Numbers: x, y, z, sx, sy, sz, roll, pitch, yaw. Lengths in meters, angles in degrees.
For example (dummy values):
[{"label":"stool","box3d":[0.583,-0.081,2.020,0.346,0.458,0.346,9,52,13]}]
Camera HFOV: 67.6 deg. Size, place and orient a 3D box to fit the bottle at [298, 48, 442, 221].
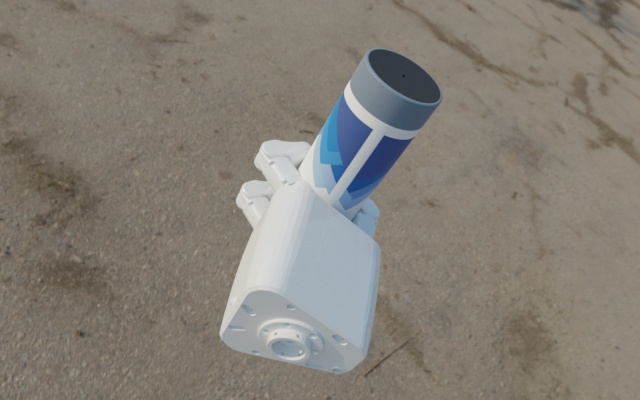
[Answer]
[{"label":"bottle","box3d":[0.000,0.001,0.447,0.069,0.069,0.296,0,-40,-33]}]
